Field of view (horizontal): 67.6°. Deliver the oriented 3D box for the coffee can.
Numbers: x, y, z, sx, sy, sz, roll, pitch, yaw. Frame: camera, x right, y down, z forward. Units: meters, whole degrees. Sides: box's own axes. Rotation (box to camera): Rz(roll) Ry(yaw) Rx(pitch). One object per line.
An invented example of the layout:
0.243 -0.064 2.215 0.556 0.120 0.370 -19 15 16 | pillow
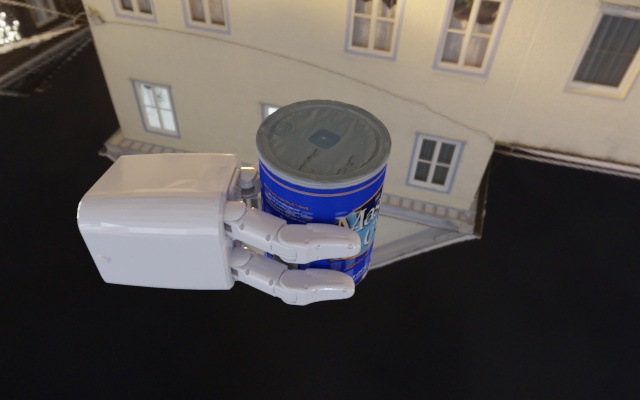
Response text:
0.000 0.001 0.408 0.103 0.140 0.102 1 45 -1 | coffee can
